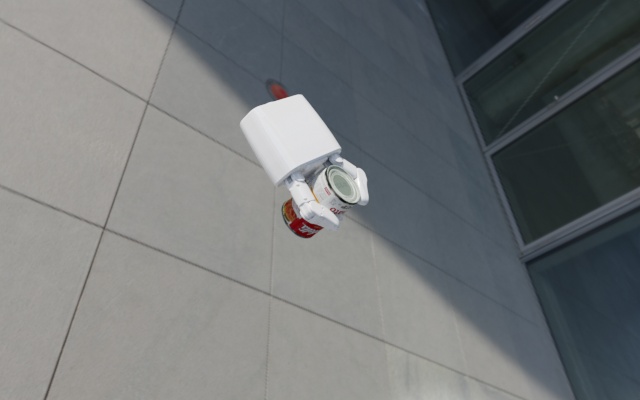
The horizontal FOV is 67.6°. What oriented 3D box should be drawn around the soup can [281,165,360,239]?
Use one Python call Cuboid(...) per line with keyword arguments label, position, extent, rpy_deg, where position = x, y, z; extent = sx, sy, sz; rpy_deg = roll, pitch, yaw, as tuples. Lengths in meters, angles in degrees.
Cuboid(label="soup can", position=(0.001, 0.003, 0.700), extent=(0.102, 0.068, 0.068), rpy_deg=(-38, -23, 33))
